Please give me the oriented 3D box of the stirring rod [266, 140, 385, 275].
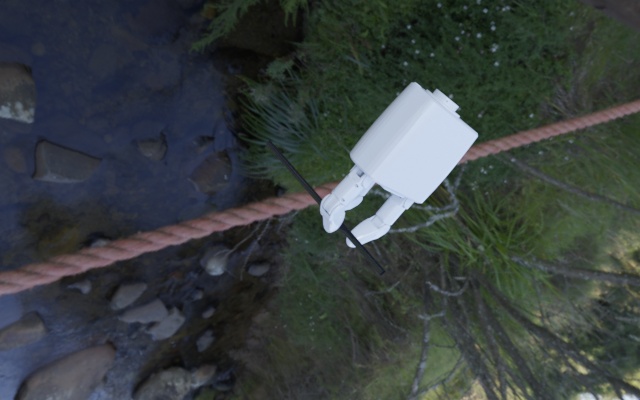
[{"bbox_3d":[0.000,0.002,0.599,0.011,0.011,0.239,0,42,-53],"label":"stirring rod"}]
